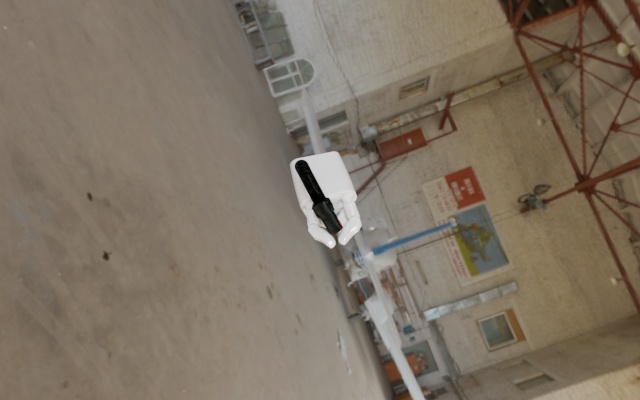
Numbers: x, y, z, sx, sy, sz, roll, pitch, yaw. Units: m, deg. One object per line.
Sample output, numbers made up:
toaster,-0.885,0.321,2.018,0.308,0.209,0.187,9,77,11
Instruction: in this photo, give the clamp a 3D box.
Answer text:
clamp,0.001,0.003,0.870,0.039,0.120,0.171,-20,-30,4
